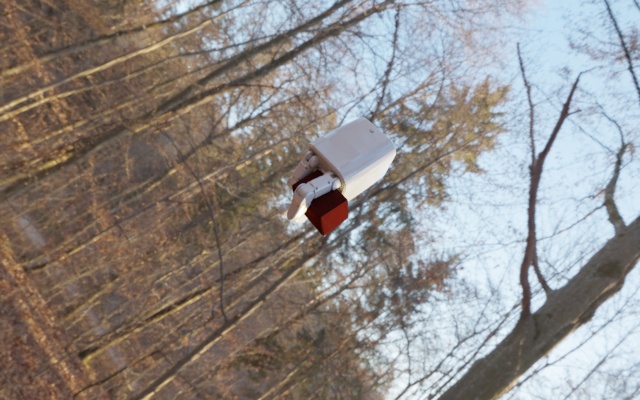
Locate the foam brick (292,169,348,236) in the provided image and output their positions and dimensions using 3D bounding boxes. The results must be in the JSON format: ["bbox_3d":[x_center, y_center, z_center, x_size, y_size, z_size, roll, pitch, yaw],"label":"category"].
[{"bbox_3d":[0.000,0.003,0.727,0.051,0.078,0.053,-32,-32,-18],"label":"foam brick"}]
